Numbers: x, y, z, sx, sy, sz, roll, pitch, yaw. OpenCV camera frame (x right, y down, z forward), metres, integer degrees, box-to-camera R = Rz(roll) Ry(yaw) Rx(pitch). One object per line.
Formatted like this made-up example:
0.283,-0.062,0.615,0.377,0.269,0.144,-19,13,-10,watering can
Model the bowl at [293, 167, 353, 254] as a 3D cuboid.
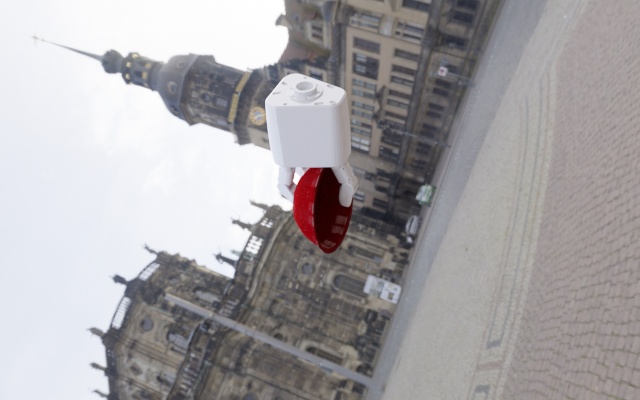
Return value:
0.000,0.004,0.776,0.055,0.162,0.162,6,2,25,bowl
